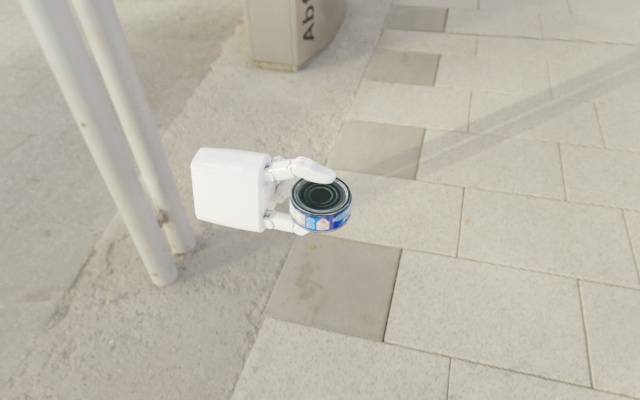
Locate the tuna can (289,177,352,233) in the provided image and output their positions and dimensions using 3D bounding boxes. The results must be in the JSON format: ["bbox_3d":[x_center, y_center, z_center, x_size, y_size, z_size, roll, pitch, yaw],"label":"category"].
[{"bbox_3d":[0.000,0.002,0.655,0.086,0.034,0.086,1,44,-1],"label":"tuna can"}]
